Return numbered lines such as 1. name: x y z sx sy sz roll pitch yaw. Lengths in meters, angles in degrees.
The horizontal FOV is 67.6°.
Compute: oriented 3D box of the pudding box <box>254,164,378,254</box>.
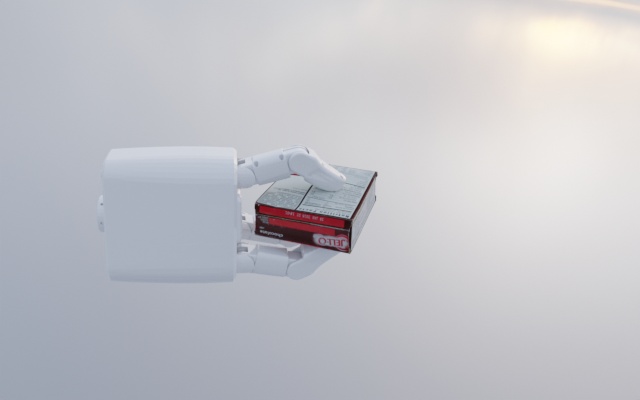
1. pudding box: 0.000 0.001 0.453 0.090 0.039 0.113 11 30 14
